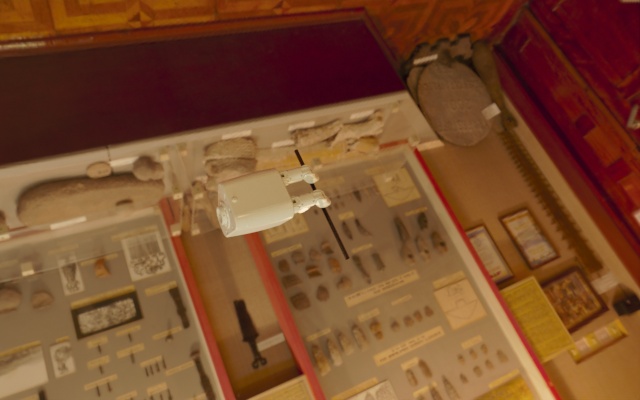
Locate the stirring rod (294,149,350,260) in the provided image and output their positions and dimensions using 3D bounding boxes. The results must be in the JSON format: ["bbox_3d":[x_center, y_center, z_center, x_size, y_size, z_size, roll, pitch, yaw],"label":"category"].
[{"bbox_3d":[0.000,0.003,0.897,0.011,0.239,0.011,-22,-21,-9],"label":"stirring rod"}]
